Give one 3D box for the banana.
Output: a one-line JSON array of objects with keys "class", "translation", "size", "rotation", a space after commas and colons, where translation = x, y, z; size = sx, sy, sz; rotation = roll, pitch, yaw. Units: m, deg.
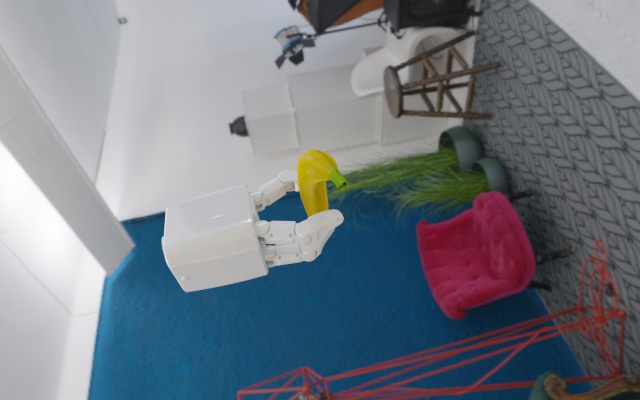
[{"class": "banana", "translation": [-0.005, -0.016, 0.573], "size": [0.037, 0.069, 0.198], "rotation": [-16, -12, -8]}]
